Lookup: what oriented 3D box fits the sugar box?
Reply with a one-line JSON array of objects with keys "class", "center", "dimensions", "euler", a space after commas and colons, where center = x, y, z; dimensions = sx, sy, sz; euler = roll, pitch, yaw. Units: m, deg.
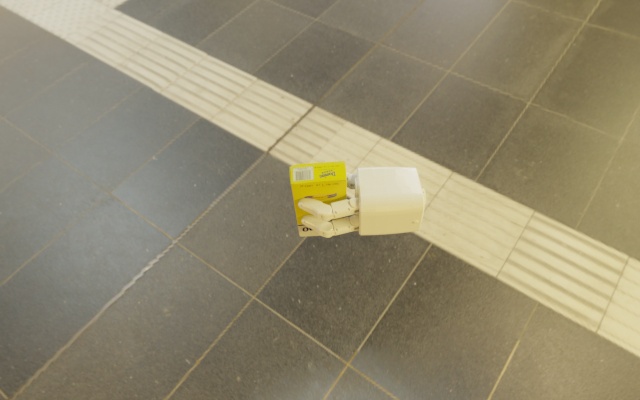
[{"class": "sugar box", "center": [0.000, 0.003, 0.843], "dimensions": [0.093, 0.048, 0.176], "euler": [-4, -36, 2]}]
